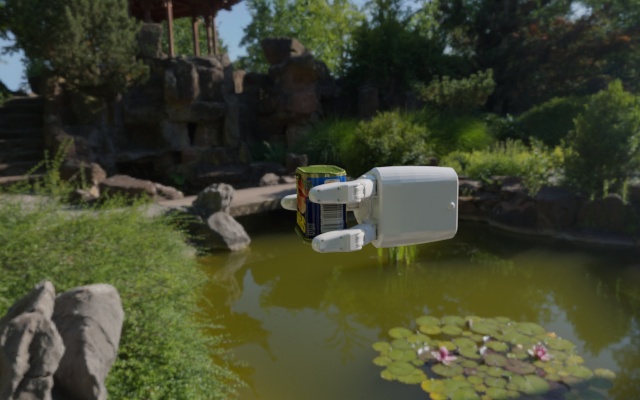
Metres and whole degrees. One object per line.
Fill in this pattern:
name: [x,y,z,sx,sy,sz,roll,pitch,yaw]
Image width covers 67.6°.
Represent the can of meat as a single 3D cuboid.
can of meat: [0.000,0.002,0.590,0.057,0.084,0.102,-3,9,-10]
